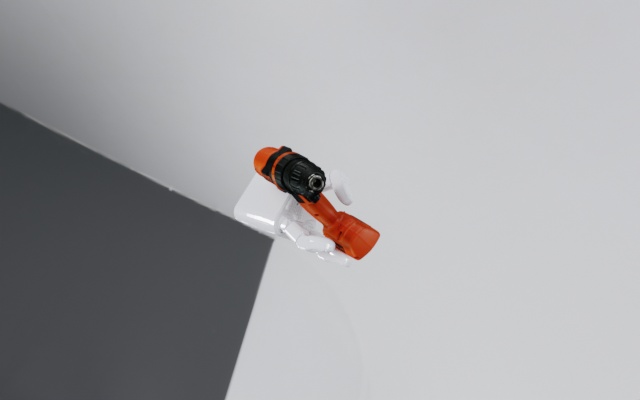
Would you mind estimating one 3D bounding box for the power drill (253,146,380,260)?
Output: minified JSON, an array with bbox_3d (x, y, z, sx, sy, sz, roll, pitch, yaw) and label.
[{"bbox_3d":[0.000,0.002,0.660,0.188,0.057,0.184,46,-7,-27],"label":"power drill"}]
